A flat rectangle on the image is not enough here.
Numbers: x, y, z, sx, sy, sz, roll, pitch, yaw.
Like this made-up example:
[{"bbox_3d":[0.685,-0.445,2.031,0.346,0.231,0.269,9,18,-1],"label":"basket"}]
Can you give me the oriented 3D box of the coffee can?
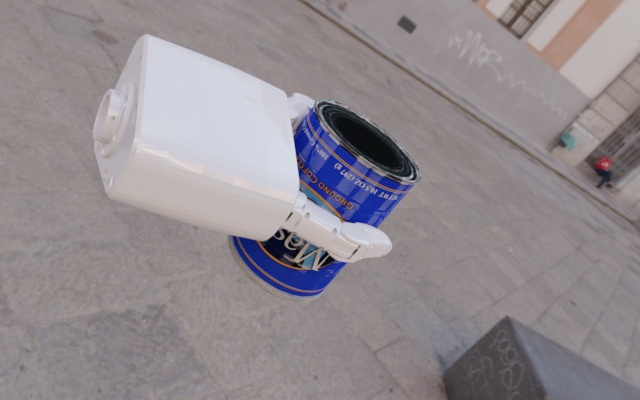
[{"bbox_3d":[0.000,0.002,0.403,0.103,0.140,0.102,30,26,-16],"label":"coffee can"}]
